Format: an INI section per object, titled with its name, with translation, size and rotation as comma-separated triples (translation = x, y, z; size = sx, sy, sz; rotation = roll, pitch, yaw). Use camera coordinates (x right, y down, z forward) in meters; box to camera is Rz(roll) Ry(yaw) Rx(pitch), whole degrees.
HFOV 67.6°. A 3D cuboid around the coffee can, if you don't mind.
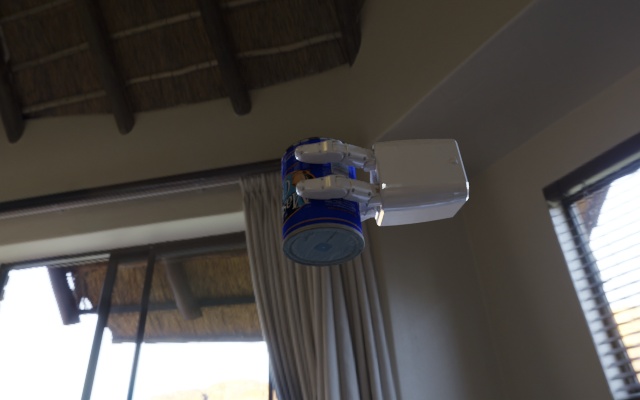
[coffee can]
translation = 0.000, 0.002, 0.631
size = 0.103, 0.140, 0.103
rotation = -3, -34, -2
